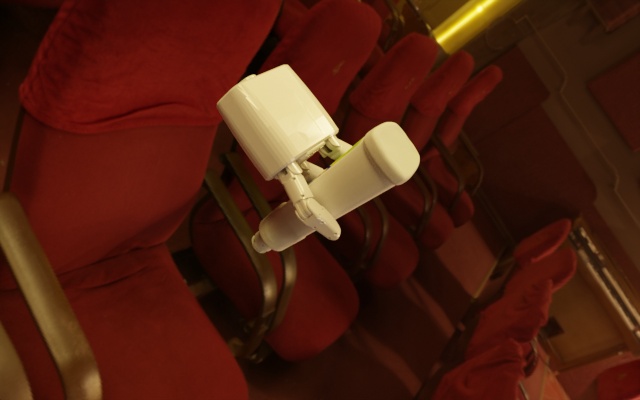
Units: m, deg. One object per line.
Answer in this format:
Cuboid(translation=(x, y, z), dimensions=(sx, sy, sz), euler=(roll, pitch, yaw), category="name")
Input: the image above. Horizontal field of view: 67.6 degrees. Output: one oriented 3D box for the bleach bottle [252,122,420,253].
Cuboid(translation=(0.000, 0.002, 0.595), dimensions=(0.251, 0.068, 0.102), euler=(-35, 2, 30), category="bleach bottle")
